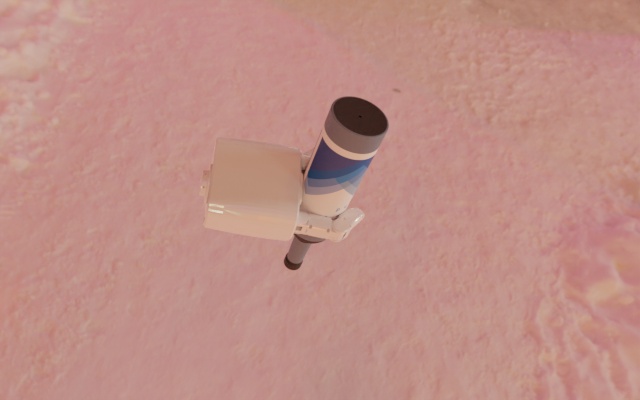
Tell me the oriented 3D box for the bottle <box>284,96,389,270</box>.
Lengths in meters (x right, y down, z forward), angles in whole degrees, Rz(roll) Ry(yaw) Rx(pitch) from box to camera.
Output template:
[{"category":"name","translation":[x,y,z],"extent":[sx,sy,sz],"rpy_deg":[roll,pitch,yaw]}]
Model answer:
[{"category":"bottle","translation":[0.000,0.002,0.617],"extent":[0.069,0.069,0.296],"rpy_deg":[0,-39,-22]}]
